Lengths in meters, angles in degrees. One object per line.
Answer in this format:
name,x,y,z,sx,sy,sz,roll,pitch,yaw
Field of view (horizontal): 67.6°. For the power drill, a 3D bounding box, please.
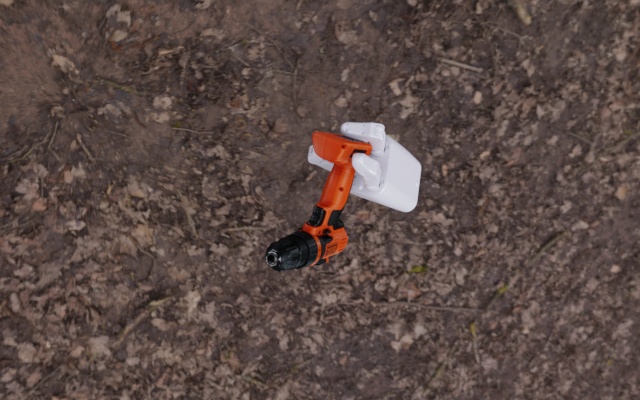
power drill,0.000,0.002,0.659,0.057,0.188,0.184,23,15,23
